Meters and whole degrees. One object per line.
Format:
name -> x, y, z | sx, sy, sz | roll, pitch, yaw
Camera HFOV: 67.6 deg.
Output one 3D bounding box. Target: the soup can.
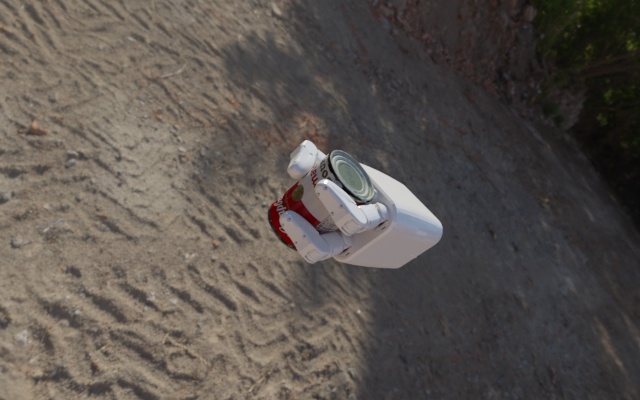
soup can -> 0.000, 0.001, 0.518 | 0.102, 0.068, 0.068 | -40, -22, 30
